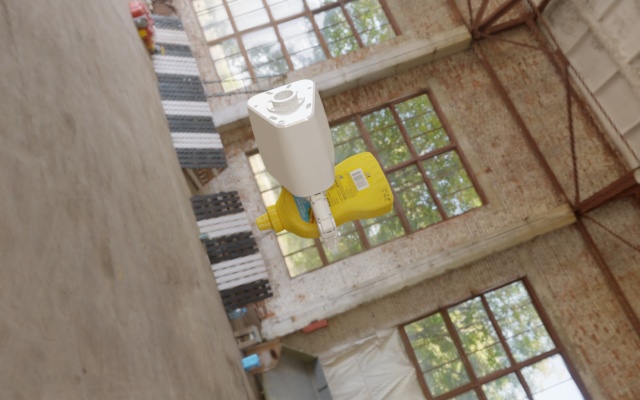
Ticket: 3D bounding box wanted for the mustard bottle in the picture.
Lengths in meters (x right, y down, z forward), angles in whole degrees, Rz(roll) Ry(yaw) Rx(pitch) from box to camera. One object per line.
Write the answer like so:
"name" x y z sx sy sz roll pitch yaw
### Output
"mustard bottle" 0.000 0.002 0.685 0.191 0.096 0.058 -20 -27 -5
